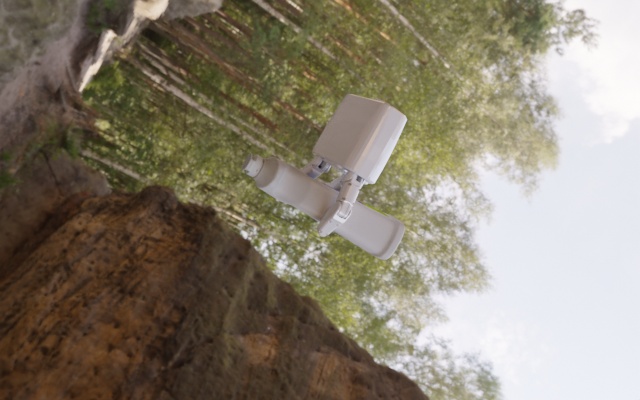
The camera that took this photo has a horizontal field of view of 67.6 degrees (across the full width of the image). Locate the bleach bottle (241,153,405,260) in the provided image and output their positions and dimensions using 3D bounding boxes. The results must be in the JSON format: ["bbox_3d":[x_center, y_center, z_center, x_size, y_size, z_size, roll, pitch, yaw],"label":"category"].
[{"bbox_3d":[0.000,0.002,0.711,0.251,0.068,0.102,29,-1,-23],"label":"bleach bottle"}]
